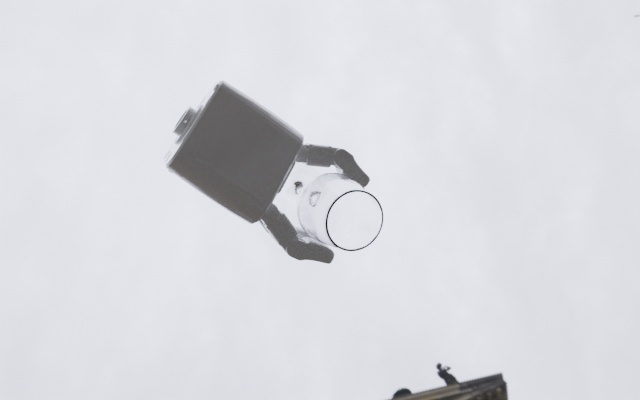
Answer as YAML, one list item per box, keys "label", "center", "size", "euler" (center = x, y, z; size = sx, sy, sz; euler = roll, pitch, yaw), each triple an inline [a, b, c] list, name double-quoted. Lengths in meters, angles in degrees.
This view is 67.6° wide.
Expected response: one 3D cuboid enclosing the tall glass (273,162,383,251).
- label: "tall glass"
  center: [0.000, 0.002, 0.555]
  size: [0.079, 0.079, 0.201]
  euler: [0, 11, -21]
